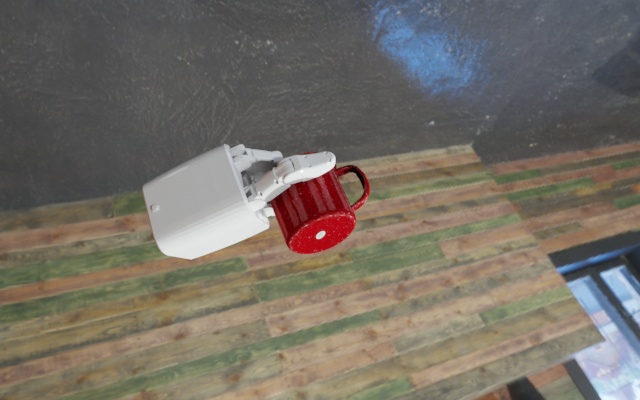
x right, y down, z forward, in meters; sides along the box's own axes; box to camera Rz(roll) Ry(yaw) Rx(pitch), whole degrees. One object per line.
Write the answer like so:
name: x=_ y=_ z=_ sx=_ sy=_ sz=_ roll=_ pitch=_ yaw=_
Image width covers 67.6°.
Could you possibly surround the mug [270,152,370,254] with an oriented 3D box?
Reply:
mug: x=0.001 y=0.001 z=0.535 sx=0.117 sy=0.081 sz=0.093 roll=-24 pitch=-30 yaw=0
